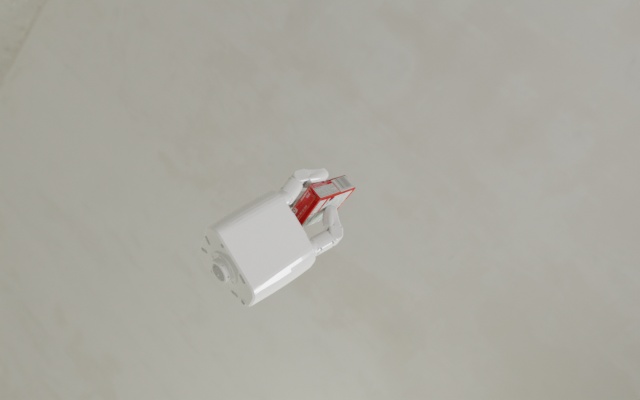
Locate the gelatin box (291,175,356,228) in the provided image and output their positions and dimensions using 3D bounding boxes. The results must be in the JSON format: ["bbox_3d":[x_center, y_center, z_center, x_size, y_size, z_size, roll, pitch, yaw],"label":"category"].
[{"bbox_3d":[0.001,0.003,0.707,0.089,0.030,0.073,-19,-25,-48],"label":"gelatin box"}]
